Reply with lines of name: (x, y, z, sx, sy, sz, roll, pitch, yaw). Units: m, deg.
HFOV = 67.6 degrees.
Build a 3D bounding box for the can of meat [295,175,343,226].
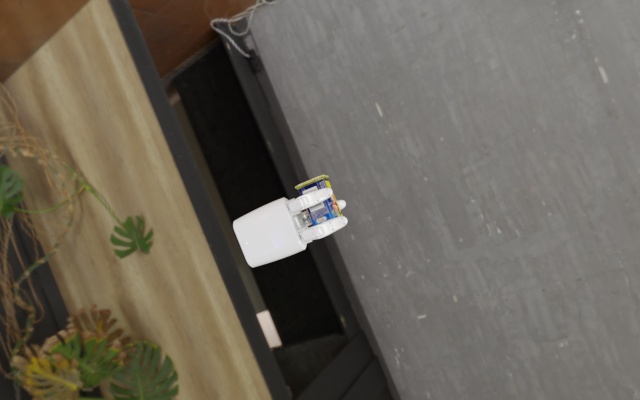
can of meat: (0.000, 0.003, 0.869, 0.057, 0.084, 0.102, -22, -1, 6)
